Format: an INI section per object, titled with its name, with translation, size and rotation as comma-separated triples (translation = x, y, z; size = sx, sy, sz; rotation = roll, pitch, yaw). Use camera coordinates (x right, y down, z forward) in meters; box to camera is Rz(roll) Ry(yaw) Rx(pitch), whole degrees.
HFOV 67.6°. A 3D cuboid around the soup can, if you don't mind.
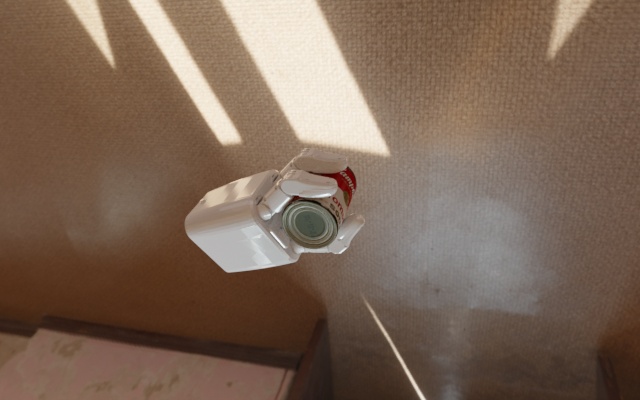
[soup can]
translation = 0.001, 0.002, 0.570
size = 0.068, 0.068, 0.102
rotation = 0, 31, 18
